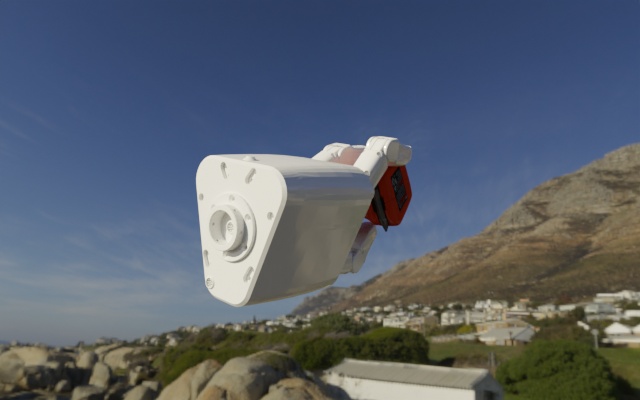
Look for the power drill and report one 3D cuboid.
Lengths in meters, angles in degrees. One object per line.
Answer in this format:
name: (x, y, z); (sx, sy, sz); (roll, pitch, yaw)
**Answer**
power drill: (0.000, 0.002, 0.518); (0.187, 0.057, 0.184); (-14, 13, 21)
